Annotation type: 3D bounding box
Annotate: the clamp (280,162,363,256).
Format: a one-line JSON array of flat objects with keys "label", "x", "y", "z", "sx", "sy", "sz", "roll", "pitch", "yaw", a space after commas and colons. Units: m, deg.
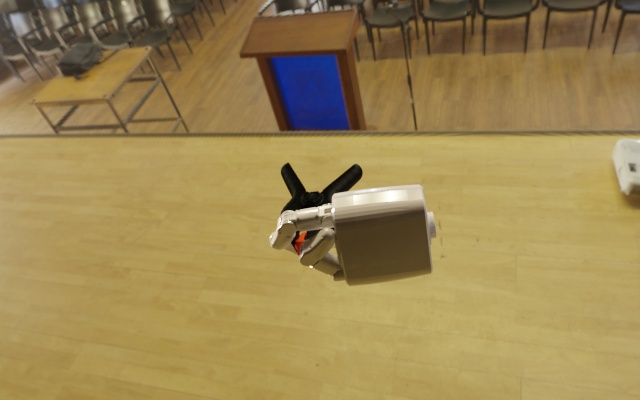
[{"label": "clamp", "x": 0.000, "y": 0.002, "z": 0.651, "sx": 0.120, "sy": 0.171, "sz": 0.039, "roll": -8, "pitch": -46, "yaw": 9}]
